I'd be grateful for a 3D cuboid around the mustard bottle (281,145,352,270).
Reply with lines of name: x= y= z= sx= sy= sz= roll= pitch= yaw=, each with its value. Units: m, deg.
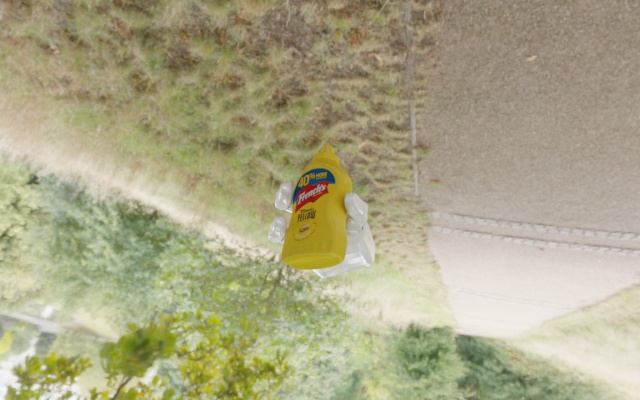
mustard bottle: x=0.000 y=0.002 z=0.700 sx=0.096 sy=0.191 sz=0.058 roll=-15 pitch=-35 yaw=38
